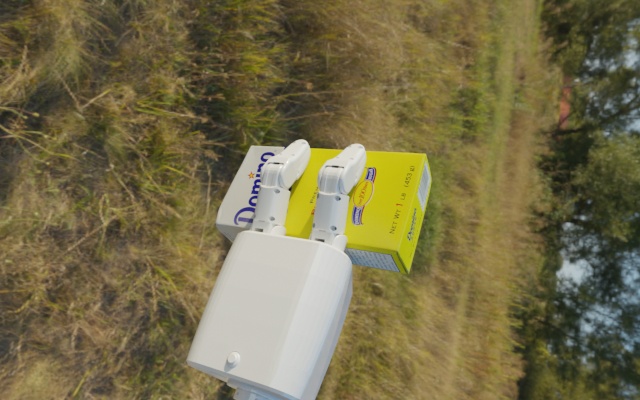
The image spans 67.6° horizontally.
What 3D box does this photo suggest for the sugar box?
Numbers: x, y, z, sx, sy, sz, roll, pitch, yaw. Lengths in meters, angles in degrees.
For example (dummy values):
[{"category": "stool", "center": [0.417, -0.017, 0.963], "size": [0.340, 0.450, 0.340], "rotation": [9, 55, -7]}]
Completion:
[{"category": "sugar box", "center": [0.000, 0.001, 0.417], "size": [0.176, 0.093, 0.048], "rotation": [7, -30, 26]}]
